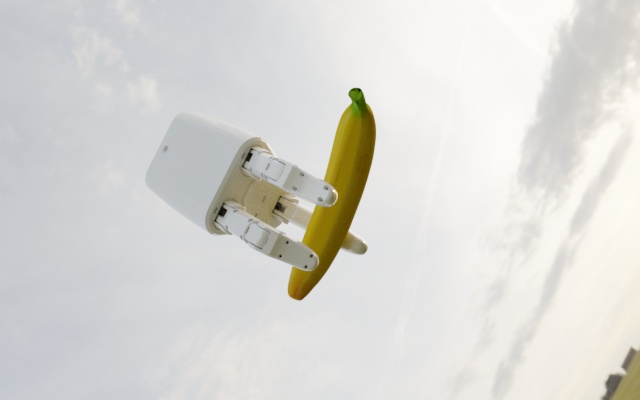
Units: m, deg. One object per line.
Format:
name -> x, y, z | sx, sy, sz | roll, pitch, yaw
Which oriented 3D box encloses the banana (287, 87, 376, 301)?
banana -> 0.011, -0.005, 0.424 | 0.037, 0.198, 0.069 | 27, 24, 28
